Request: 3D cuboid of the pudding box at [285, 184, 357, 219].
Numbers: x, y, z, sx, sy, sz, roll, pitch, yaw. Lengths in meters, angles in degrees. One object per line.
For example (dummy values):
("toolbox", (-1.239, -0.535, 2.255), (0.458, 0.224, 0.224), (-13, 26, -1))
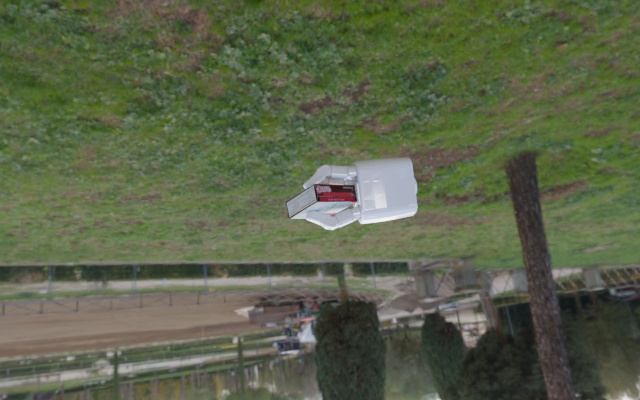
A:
("pudding box", (0.000, 0.003, 0.895), (0.090, 0.039, 0.113), (2, -21, -33))
